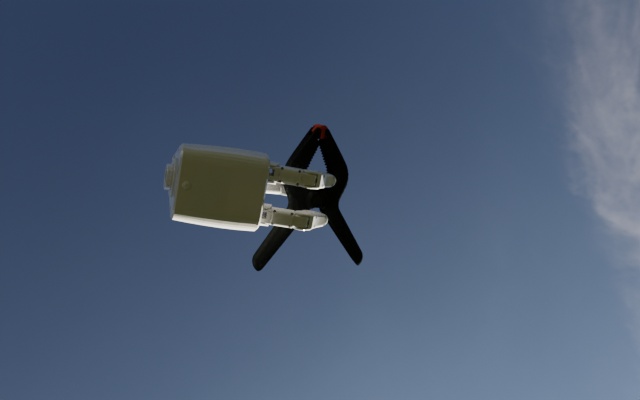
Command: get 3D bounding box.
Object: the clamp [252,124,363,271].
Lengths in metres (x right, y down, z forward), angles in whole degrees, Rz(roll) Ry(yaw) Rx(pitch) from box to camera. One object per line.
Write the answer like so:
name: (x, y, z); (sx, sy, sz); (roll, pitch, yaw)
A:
clamp: (0.000, 0.001, 0.667); (0.164, 0.210, 0.036); (7, 10, -24)
